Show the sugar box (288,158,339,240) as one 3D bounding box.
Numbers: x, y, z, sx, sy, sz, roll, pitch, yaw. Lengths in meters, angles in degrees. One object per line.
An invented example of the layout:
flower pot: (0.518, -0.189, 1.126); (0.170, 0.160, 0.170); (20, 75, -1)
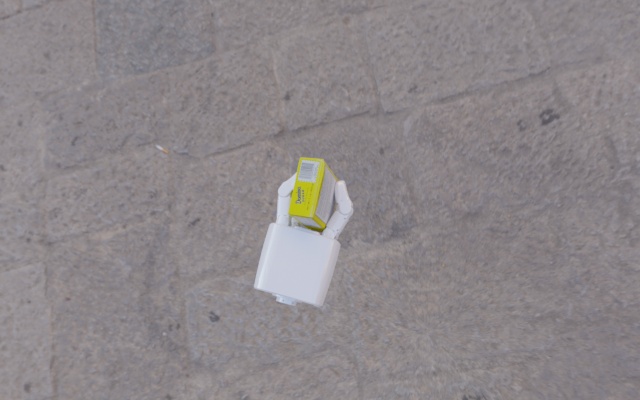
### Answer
sugar box: (0.000, 0.003, 0.786); (0.048, 0.093, 0.176); (9, -14, 15)
